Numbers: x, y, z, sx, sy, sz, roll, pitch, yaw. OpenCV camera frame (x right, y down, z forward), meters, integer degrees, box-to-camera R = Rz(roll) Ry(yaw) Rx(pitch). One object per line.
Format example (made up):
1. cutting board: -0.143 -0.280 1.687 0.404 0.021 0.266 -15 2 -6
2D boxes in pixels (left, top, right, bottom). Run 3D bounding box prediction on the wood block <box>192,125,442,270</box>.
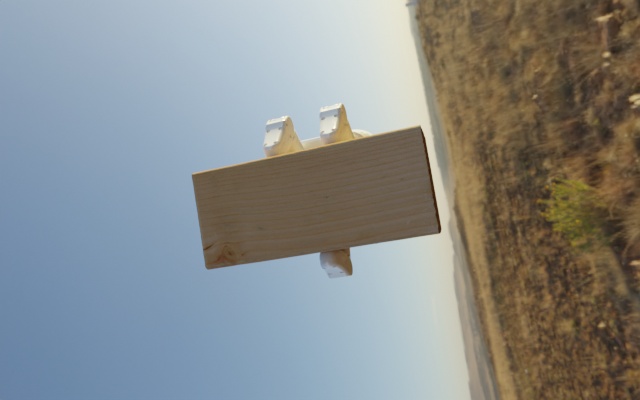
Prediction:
1. wood block: 0.000 0.002 0.443 0.206 0.091 0.090 -11 -4 15
